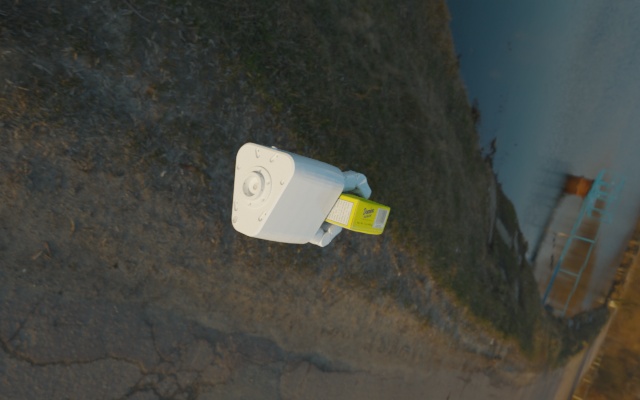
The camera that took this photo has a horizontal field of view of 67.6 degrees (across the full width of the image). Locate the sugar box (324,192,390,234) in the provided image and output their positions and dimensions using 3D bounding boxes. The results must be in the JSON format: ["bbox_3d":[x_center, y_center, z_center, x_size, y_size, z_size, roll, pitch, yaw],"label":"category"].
[{"bbox_3d":[0.000,0.002,0.682,0.176,0.048,0.093,20,3,34],"label":"sugar box"}]
